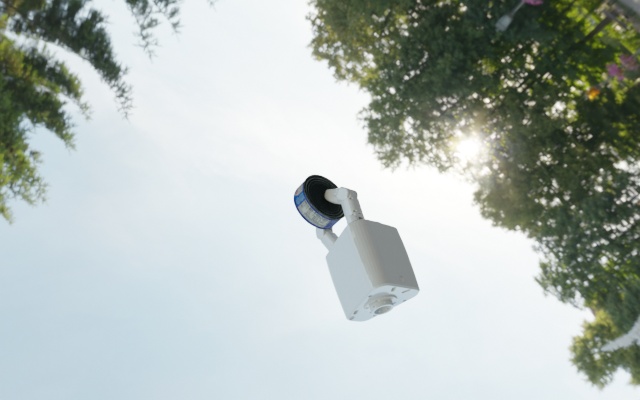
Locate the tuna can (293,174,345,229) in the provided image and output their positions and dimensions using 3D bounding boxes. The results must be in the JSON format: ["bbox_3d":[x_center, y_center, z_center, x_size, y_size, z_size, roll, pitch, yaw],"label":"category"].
[{"bbox_3d":[0.000,0.003,0.760,0.086,0.086,0.034,0,-34,-45],"label":"tuna can"}]
